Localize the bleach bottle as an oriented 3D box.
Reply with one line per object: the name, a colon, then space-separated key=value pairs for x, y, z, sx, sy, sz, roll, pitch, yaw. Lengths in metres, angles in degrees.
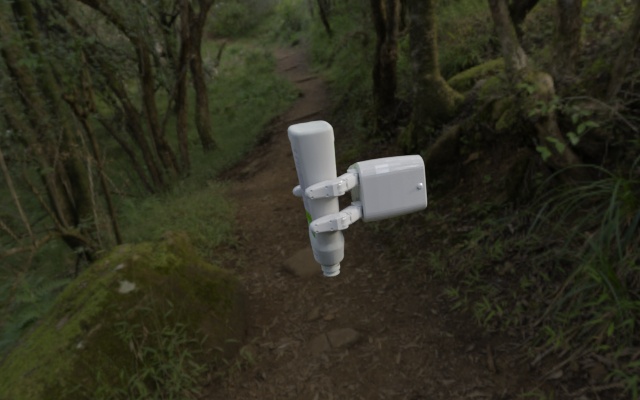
bleach bottle: x=0.000 y=0.003 z=0.783 sx=0.068 sy=0.251 sz=0.102 roll=-10 pitch=18 yaw=-6
